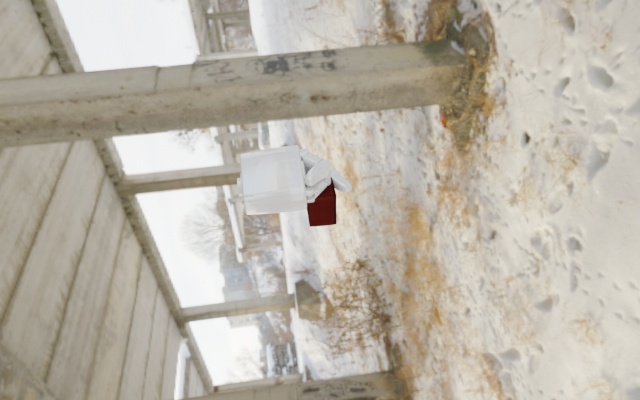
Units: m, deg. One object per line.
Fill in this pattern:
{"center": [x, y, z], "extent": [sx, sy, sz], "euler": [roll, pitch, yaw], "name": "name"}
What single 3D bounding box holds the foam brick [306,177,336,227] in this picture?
{"center": [0.000, 0.003, 0.879], "extent": [0.051, 0.078, 0.053], "euler": [-7, 44, -5], "name": "foam brick"}
